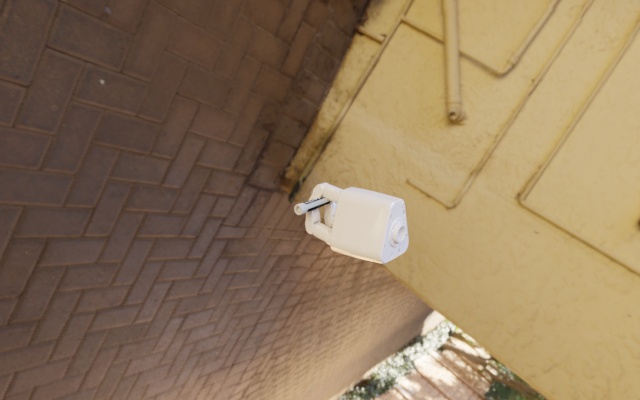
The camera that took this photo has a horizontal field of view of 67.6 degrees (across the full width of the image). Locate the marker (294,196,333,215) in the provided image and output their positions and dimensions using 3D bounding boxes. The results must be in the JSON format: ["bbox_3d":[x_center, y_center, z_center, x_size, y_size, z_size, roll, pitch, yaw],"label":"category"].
[{"bbox_3d":[0.000,0.003,0.865,0.020,0.020,0.121,0,13,41],"label":"marker"}]
